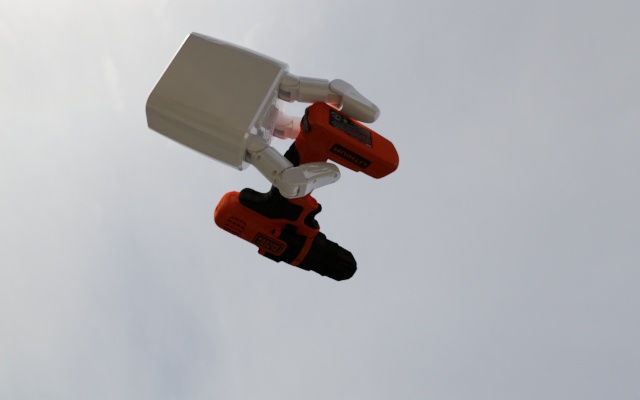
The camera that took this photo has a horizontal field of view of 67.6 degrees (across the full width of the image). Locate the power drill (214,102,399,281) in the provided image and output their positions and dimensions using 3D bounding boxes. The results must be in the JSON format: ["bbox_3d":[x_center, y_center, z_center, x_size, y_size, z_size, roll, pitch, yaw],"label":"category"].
[{"bbox_3d":[0.000,0.001,0.520,0.184,0.188,0.057,27,32,-19],"label":"power drill"}]
